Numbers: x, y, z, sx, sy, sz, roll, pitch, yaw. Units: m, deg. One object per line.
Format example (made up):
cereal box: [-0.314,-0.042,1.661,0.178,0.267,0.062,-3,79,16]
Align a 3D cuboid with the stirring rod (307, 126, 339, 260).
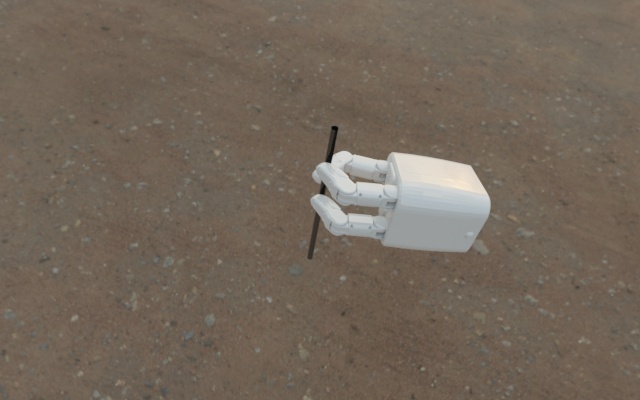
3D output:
stirring rod: [0.000,0.002,0.607,0.011,0.011,0.240,0,-42,-10]
